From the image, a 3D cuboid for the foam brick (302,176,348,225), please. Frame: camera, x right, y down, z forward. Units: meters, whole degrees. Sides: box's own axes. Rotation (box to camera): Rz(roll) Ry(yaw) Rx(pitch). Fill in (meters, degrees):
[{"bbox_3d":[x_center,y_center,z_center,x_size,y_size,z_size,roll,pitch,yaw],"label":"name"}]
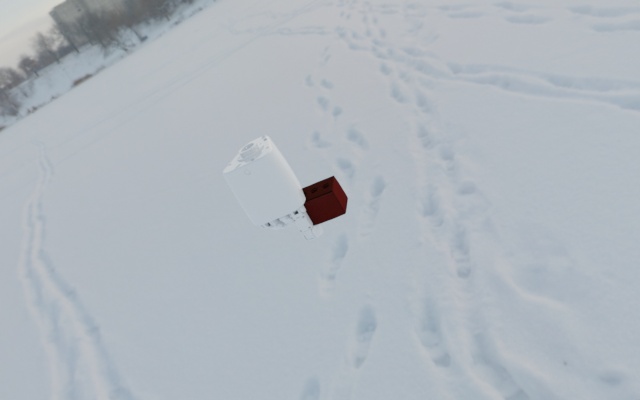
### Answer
[{"bbox_3d":[0.000,0.003,0.810,0.078,0.051,0.053,-22,26,18],"label":"foam brick"}]
